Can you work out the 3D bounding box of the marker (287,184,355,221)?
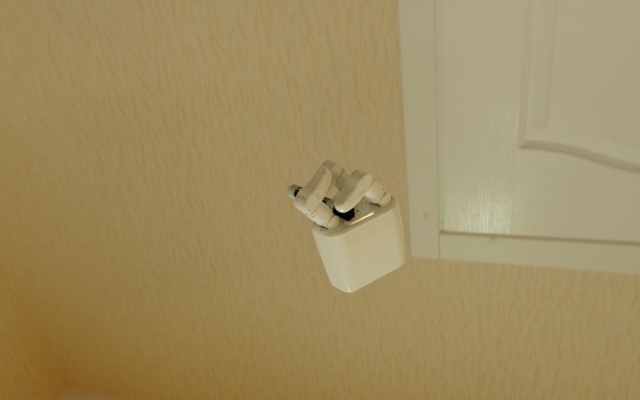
[{"bbox_3d":[0.000,0.002,0.628,0.020,0.020,0.121,0,15,-43],"label":"marker"}]
